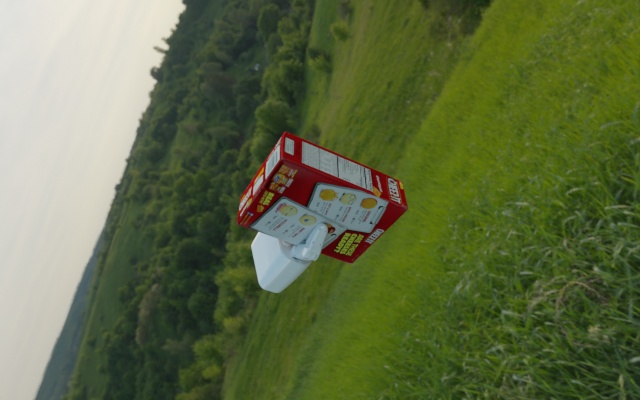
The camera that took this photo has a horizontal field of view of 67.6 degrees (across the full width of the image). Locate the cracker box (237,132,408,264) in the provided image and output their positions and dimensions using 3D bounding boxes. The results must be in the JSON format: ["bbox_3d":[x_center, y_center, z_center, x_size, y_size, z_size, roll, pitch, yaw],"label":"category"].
[{"bbox_3d":[0.000,0.003,0.748,0.214,0.072,0.164,21,-47,-21],"label":"cracker box"}]
